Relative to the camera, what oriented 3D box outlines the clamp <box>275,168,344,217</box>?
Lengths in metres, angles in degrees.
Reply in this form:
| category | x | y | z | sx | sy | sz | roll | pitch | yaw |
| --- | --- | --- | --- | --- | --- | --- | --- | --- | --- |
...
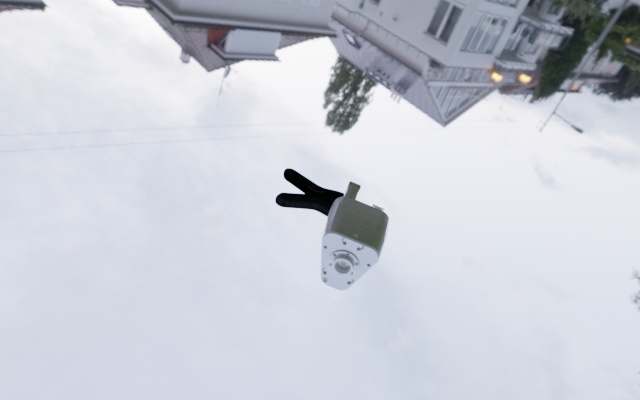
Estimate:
| category | x | y | z | sx | sy | sz | roll | pitch | yaw |
| --- | --- | --- | --- | --- | --- | --- | --- | --- | --- |
| clamp | 0.000 | 0.003 | 0.835 | 0.171 | 0.039 | 0.120 | 23 | 33 | 2 |
